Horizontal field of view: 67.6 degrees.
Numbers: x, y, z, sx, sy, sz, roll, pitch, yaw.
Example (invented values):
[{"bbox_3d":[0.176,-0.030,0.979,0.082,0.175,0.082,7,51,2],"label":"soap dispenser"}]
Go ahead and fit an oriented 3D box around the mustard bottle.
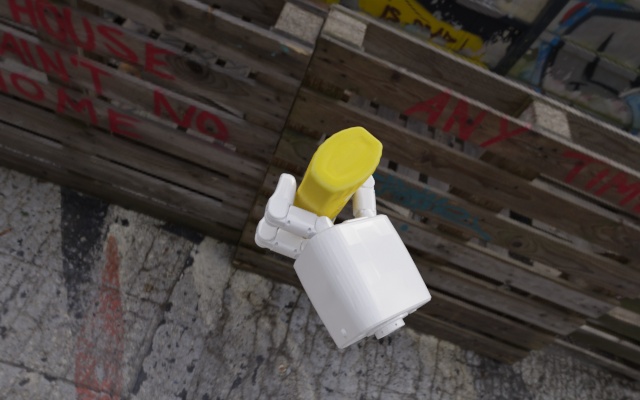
[{"bbox_3d":[0.000,0.001,0.553,0.096,0.058,0.192,-46,-7,-34],"label":"mustard bottle"}]
